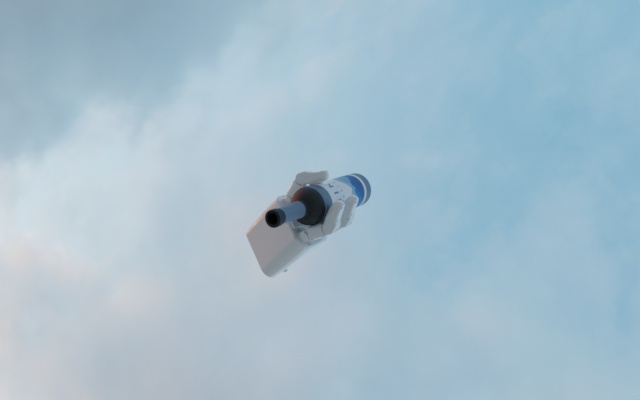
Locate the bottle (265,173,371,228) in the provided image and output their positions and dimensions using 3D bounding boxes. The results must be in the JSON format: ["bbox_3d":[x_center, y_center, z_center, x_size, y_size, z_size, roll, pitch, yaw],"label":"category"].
[{"bbox_3d":[0.000,0.003,0.824,0.069,0.069,0.295,0,9,29],"label":"bottle"}]
